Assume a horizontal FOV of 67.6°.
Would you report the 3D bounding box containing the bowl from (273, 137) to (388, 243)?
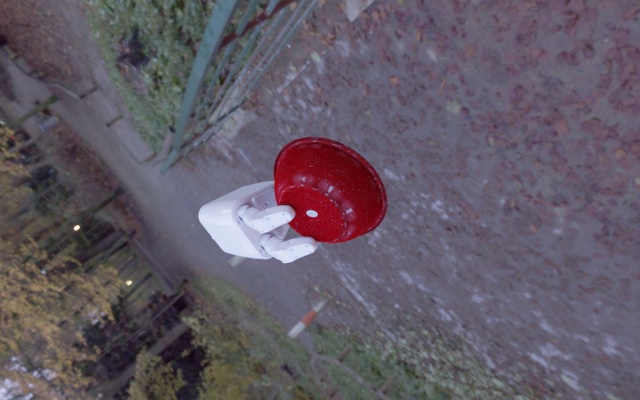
[{"bbox_3d":[0.001,0.002,0.604,0.162,0.162,0.055,0,38,31],"label":"bowl"}]
